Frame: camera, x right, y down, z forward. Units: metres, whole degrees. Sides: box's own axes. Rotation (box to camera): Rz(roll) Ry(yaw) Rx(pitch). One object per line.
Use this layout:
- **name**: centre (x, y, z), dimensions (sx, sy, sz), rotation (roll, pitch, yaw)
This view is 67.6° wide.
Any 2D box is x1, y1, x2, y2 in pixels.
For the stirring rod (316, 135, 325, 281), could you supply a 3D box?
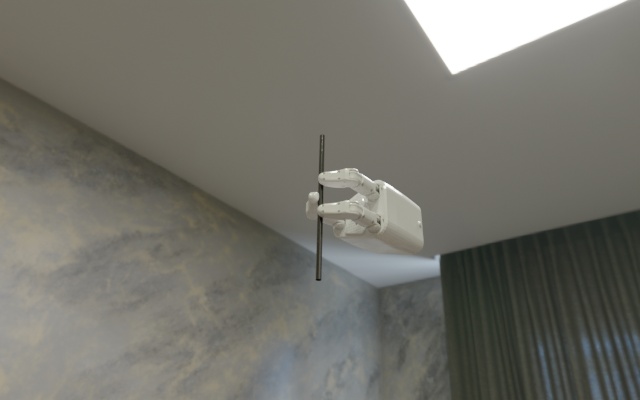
- **stirring rod**: centre (0.000, 0.002, 0.703), dimensions (0.011, 0.239, 0.011), rotation (1, -29, 1)
